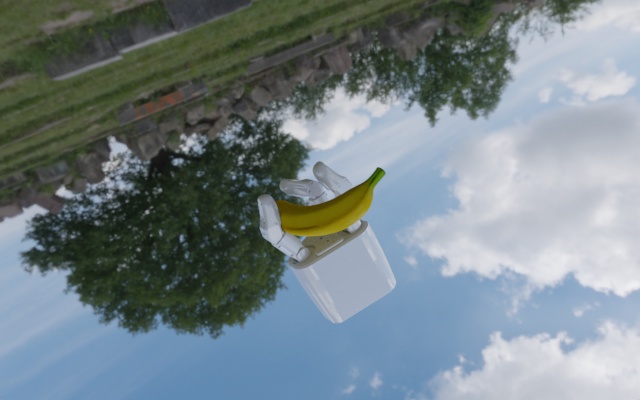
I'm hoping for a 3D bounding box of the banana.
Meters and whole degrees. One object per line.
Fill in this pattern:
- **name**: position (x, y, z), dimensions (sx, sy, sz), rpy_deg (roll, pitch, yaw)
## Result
- **banana**: position (-0.005, 0.014, 0.578), dimensions (0.198, 0.037, 0.069), rpy_deg (-14, 33, 43)
